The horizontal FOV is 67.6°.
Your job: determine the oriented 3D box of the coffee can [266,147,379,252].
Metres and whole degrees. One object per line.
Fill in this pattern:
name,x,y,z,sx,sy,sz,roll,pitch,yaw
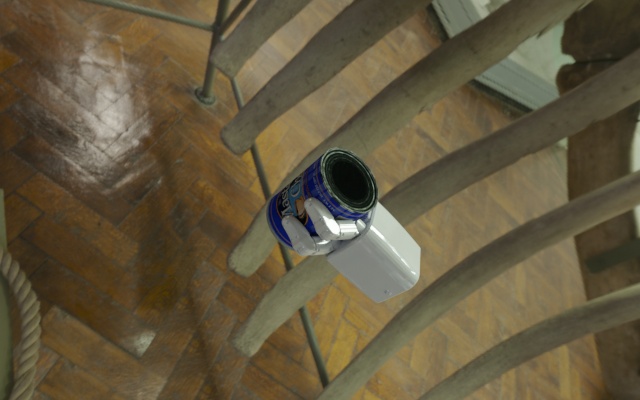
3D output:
coffee can,0.000,0.002,0.696,0.103,0.102,0.140,0,-26,-41
